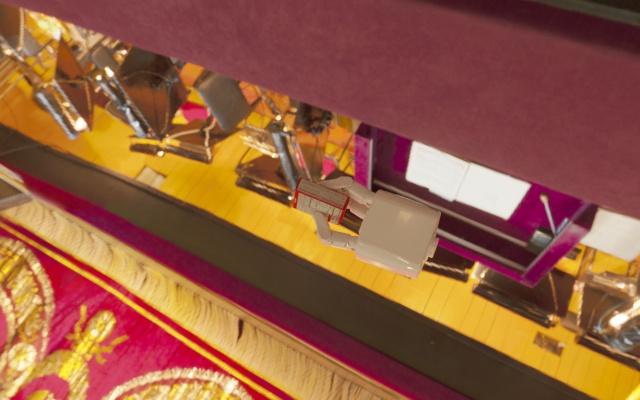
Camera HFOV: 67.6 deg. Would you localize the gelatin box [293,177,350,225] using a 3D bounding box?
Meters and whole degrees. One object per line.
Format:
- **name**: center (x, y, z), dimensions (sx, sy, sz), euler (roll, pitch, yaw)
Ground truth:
- **gelatin box**: center (0.000, 0.003, 0.800), dimensions (0.089, 0.030, 0.073), euler (21, -24, 3)
